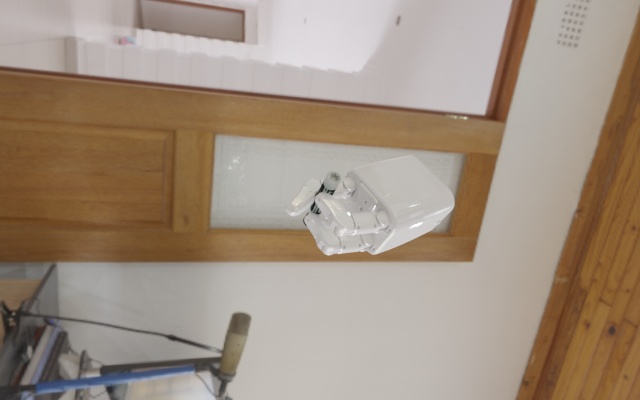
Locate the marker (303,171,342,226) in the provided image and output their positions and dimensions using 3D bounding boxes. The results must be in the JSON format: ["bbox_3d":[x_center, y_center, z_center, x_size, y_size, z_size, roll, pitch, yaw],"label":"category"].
[{"bbox_3d":[0.000,0.002,0.619,0.020,0.020,0.121,0,-30,-18],"label":"marker"}]
